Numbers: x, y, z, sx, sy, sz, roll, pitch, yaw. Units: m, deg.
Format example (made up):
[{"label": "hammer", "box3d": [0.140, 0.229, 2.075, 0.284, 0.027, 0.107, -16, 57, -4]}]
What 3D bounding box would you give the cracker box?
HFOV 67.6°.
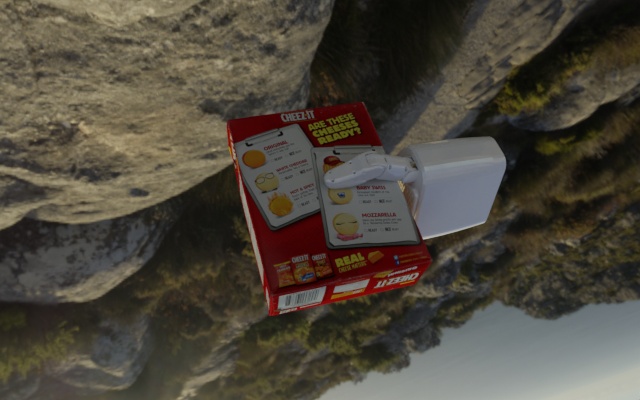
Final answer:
[{"label": "cracker box", "box3d": [0.000, 0.002, 0.518, 0.164, 0.213, 0.072, -10, -31, -15]}]
